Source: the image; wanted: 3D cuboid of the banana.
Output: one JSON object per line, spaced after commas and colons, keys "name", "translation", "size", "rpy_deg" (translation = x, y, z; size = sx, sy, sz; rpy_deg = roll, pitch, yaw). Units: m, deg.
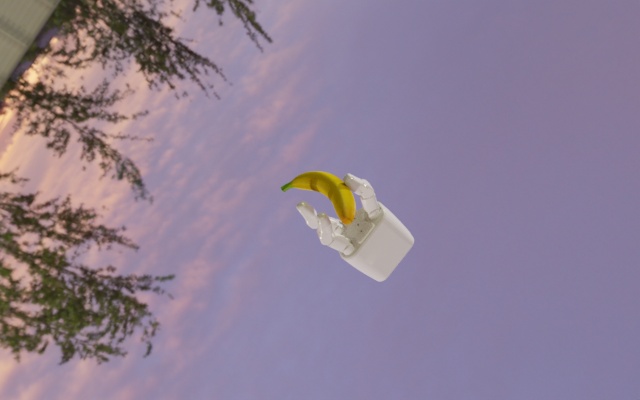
{"name": "banana", "translation": [0.009, -0.013, 0.804], "size": [0.037, 0.069, 0.197], "rpy_deg": [44, -11, -37]}
